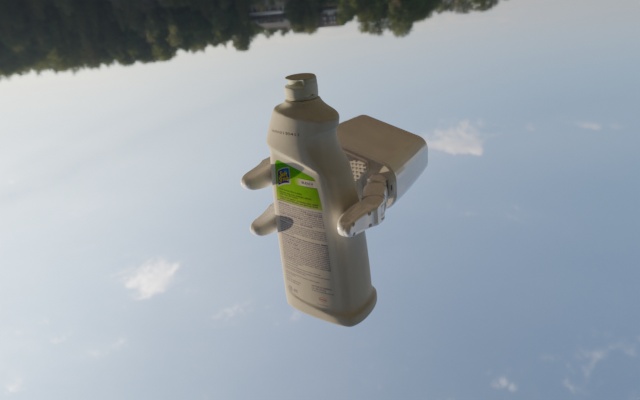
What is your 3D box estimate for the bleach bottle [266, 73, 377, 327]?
[{"bbox_3d":[0.000,0.002,0.481,0.102,0.251,0.068,11,30,31],"label":"bleach bottle"}]
